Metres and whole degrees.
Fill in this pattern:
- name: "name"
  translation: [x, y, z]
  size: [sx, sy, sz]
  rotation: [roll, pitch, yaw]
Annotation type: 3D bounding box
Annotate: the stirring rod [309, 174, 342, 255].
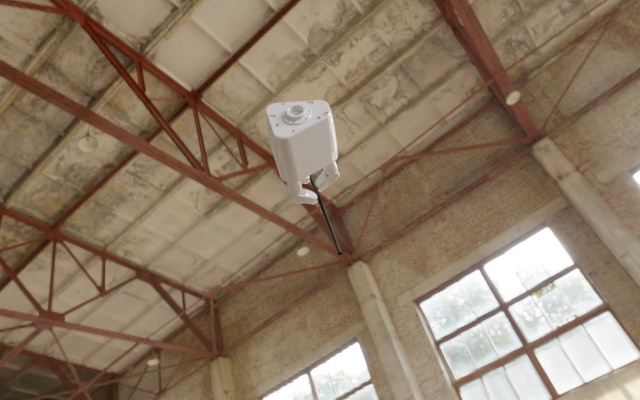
- name: "stirring rod"
  translation: [0.000, 0.003, 0.890]
  size: [0.011, 0.239, 0.011]
  rotation: [-12, -39, -10]
